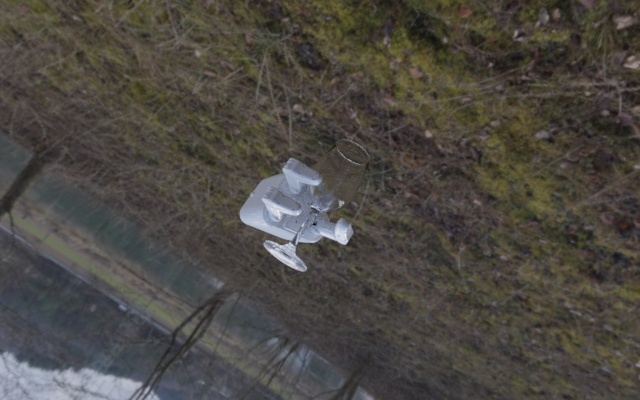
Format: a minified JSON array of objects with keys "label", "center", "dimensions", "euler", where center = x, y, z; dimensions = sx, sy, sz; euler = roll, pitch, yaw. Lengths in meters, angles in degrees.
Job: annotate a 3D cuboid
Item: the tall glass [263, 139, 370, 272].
[{"label":"tall glass","center":[0.000,0.003,0.714],"dimensions":[0.079,0.201,0.079],"euler":[29,-21,12]}]
